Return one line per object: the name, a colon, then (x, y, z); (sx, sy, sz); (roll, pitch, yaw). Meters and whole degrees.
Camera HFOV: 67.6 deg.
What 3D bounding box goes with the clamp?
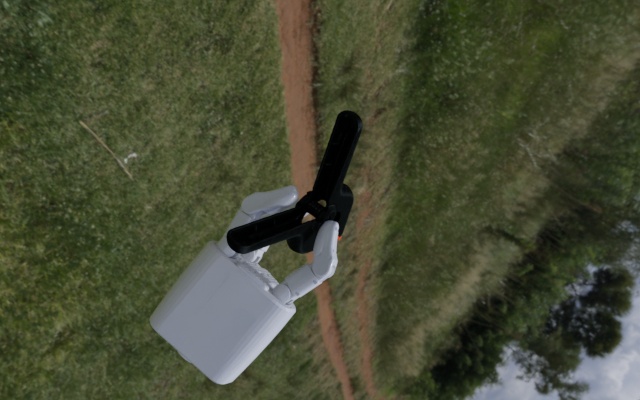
clamp: (0.001, 0.002, 0.505); (0.036, 0.164, 0.210); (41, 0, 20)
